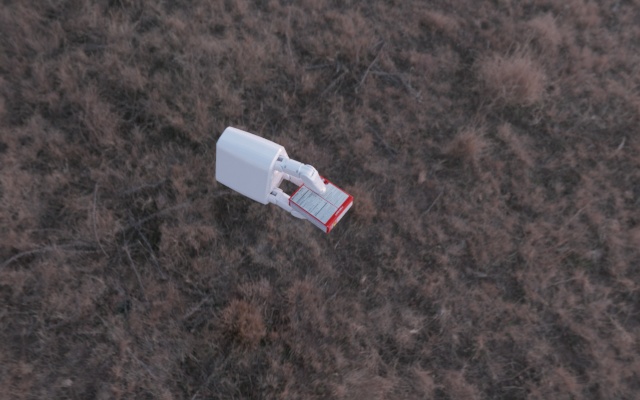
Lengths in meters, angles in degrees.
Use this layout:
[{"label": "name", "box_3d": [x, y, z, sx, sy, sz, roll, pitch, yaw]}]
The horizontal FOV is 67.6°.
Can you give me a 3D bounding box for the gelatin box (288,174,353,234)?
[{"label": "gelatin box", "box_3d": [0.000, 0.003, 0.829, 0.089, 0.073, 0.030, 34, -24, 17]}]
